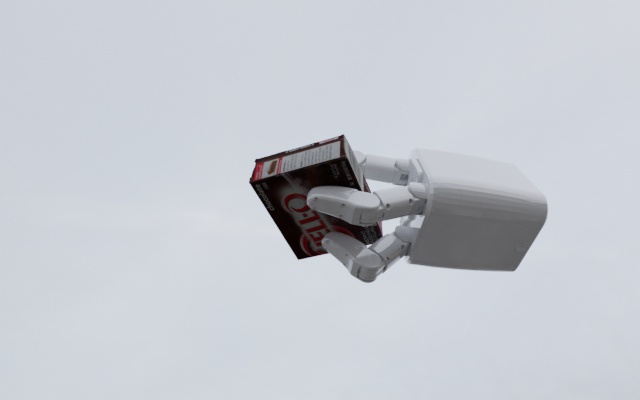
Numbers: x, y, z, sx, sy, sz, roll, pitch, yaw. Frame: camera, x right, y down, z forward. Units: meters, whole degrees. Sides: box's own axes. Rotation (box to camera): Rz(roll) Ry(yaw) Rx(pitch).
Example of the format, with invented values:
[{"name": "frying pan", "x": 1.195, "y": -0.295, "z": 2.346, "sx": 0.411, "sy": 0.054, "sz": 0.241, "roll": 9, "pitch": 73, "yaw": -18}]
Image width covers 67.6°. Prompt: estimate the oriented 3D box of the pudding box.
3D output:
[{"name": "pudding box", "x": 0.000, "y": 0.001, "z": 0.441, "sx": 0.090, "sy": 0.114, "sz": 0.039, "roll": -15, "pitch": 39, "yaw": 16}]
